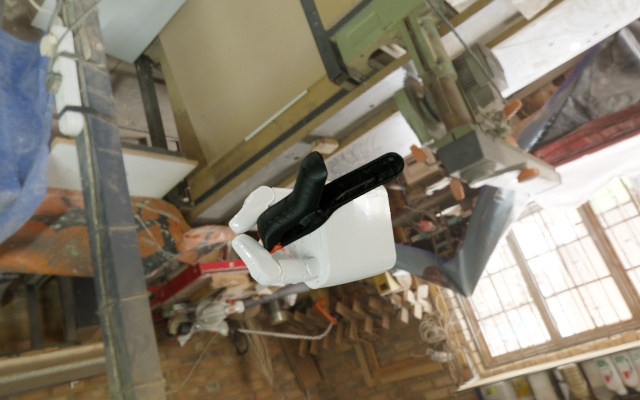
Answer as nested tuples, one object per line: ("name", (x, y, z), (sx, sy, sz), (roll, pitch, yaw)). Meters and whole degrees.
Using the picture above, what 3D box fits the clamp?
("clamp", (0.000, 0.002, 0.462), (0.120, 0.039, 0.171), (-3, -24, -35))
